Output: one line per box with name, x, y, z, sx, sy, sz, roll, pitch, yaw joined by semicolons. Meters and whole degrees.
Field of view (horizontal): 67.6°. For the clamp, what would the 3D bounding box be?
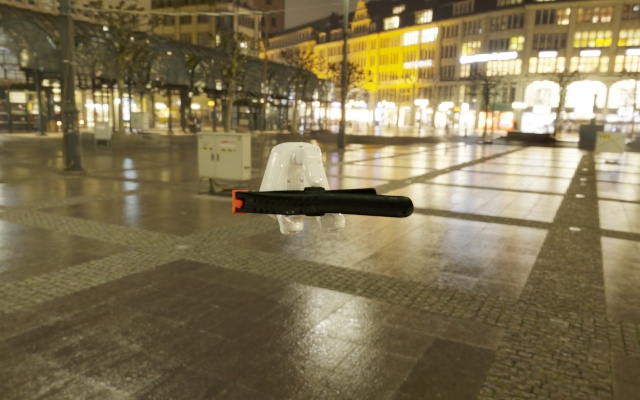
clamp;0.000;0.001;0.586;0.210;0.036;0.164;-1;4;-16
